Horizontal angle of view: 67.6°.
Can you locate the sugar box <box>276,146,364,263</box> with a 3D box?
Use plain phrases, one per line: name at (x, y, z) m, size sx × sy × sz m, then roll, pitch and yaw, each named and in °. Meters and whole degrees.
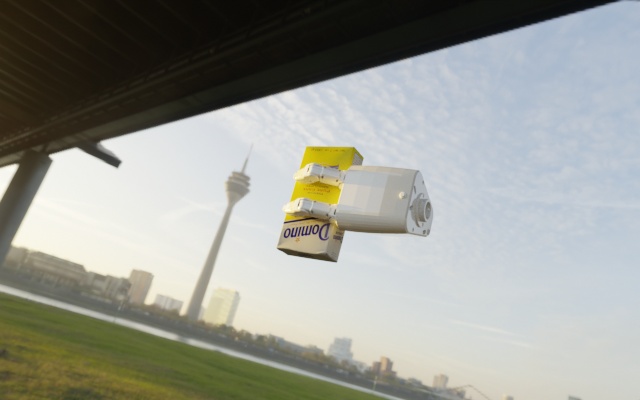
sugar box at (0.000, 0.002, 0.741) m, size 0.093 × 0.176 × 0.048 m, roll 4°, pitch -22°, yaw 31°
